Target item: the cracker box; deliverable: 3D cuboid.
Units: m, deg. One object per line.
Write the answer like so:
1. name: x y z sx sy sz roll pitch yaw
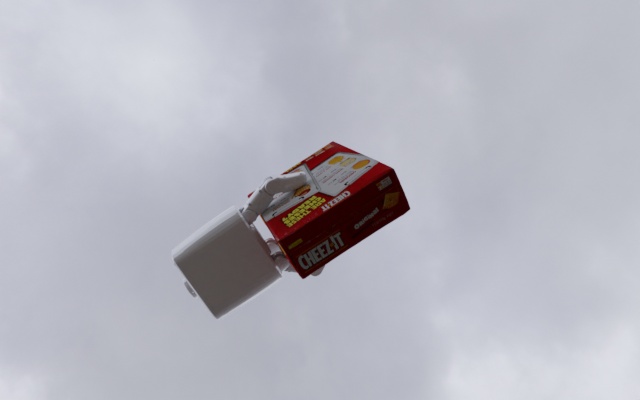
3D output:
1. cracker box: 0.000 0.002 0.662 0.164 0.072 0.213 -33 23 -7
